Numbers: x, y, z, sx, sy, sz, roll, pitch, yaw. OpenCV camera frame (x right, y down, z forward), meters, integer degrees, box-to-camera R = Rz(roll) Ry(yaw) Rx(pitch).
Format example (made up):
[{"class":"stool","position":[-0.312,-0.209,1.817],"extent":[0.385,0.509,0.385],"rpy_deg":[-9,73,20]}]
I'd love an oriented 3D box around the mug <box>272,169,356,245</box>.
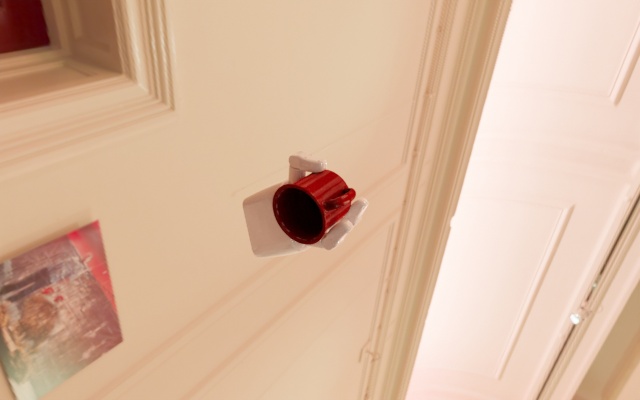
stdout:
[{"class":"mug","position":[0.001,0.002,0.682],"extent":[0.117,0.093,0.081],"rpy_deg":[-16,13,42]}]
